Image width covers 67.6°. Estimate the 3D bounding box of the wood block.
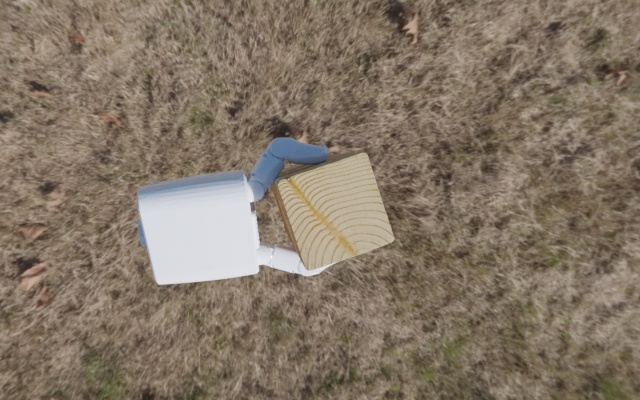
[{"bbox_3d":[0.000,0.002,0.537,0.090,0.091,0.206,-19,8,-6],"label":"wood block"}]
